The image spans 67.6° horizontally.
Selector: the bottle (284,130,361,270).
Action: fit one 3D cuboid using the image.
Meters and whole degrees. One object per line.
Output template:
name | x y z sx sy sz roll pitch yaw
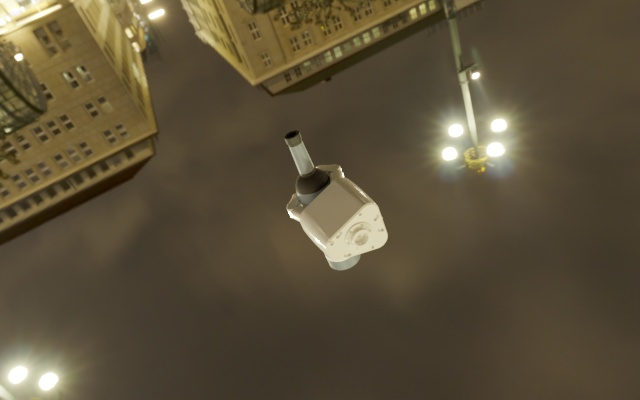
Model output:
bottle | 0.000 0.003 0.881 0.069 0.296 0.069 -16 34 11
